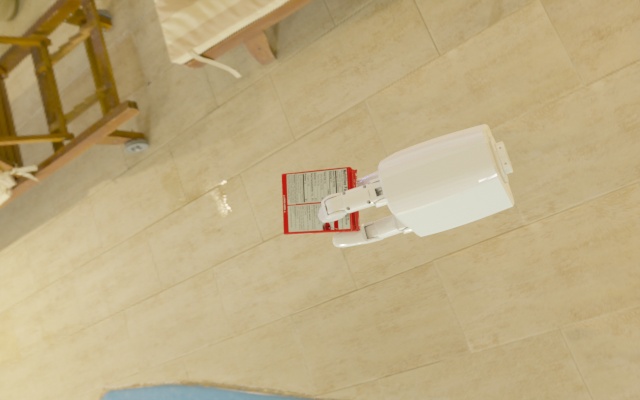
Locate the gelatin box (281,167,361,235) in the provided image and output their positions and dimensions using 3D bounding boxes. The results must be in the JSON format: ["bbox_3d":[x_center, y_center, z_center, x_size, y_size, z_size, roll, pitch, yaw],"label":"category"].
[{"bbox_3d":[0.000,0.002,0.557,0.089,0.073,0.030,-5,-4,22],"label":"gelatin box"}]
